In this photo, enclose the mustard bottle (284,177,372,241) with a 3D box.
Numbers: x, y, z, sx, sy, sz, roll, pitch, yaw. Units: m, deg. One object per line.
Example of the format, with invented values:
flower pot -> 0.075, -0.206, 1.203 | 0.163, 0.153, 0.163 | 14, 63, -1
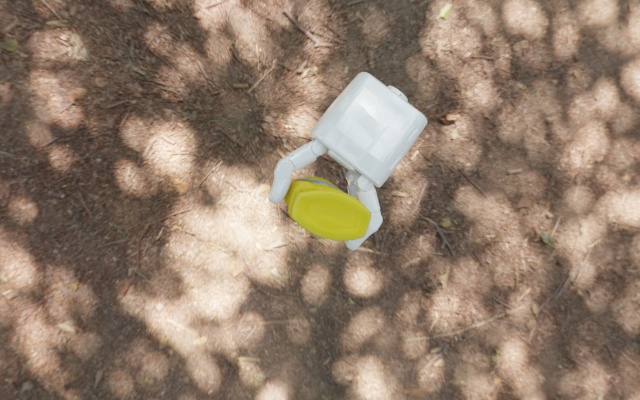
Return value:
mustard bottle -> 0.000, 0.002, 0.641 | 0.096, 0.058, 0.191 | 14, 7, -10
